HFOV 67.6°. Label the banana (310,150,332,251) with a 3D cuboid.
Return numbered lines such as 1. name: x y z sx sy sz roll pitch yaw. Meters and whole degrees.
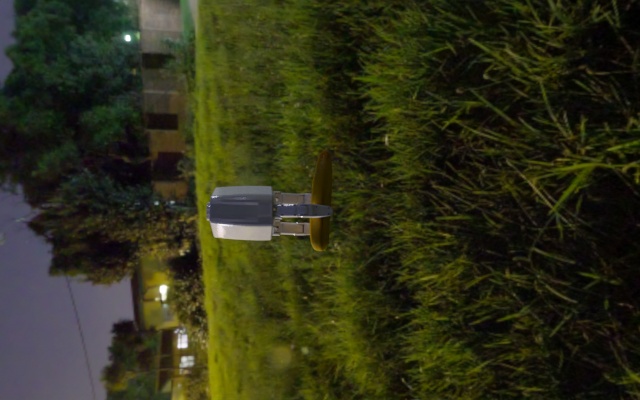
1. banana: 0.000 0.012 0.855 0.037 0.198 0.069 2 20 -1
